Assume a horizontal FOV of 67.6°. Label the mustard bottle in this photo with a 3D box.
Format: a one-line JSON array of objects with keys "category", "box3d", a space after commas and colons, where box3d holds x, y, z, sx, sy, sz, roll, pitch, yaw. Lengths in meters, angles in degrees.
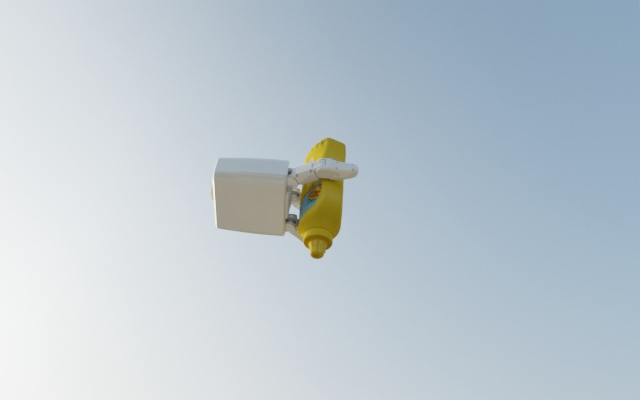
[{"category": "mustard bottle", "box3d": [0.000, 0.002, 0.704, 0.058, 0.191, 0.096, 21, -44, -18]}]
